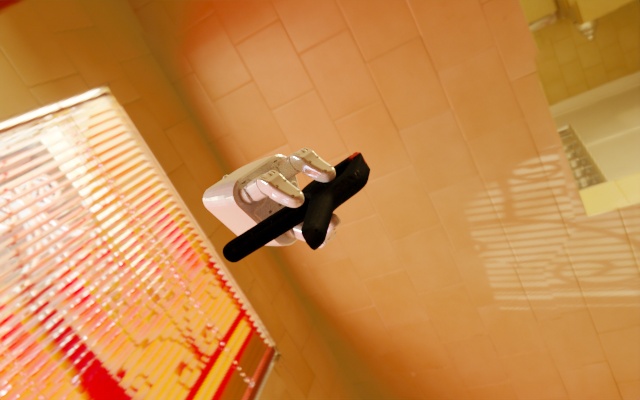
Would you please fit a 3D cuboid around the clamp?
[{"bbox_3d":[0.001,0.002,0.551,0.210,0.036,0.164,-39,17,-32],"label":"clamp"}]
